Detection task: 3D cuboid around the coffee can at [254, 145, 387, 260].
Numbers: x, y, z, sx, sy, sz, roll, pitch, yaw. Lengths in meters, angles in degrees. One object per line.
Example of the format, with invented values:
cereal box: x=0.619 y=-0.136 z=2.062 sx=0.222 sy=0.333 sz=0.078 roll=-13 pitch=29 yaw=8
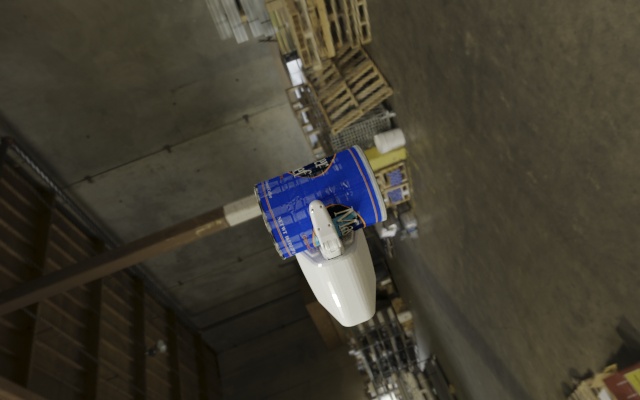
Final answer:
coffee can: x=0.000 y=0.002 z=0.605 sx=0.140 sy=0.103 sz=0.103 roll=-21 pitch=0 yaw=-1
